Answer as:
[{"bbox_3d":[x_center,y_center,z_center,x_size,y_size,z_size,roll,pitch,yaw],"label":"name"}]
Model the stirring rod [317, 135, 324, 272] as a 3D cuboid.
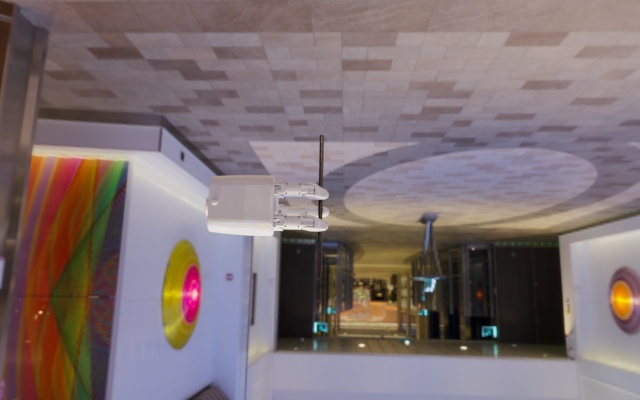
[{"bbox_3d":[0.000,0.003,0.827,0.011,0.239,0.011,1,-11,0],"label":"stirring rod"}]
